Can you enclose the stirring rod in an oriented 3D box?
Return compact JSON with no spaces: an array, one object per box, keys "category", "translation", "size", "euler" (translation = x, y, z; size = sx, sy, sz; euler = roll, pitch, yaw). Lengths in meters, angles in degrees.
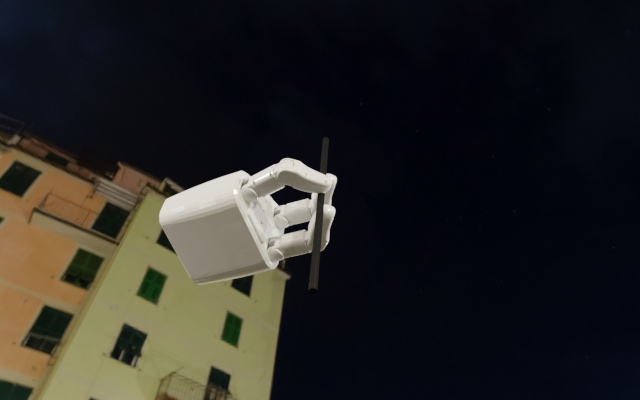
[{"category":"stirring rod","translation":[0.000,0.002,0.509],"size":[0.011,0.011,0.239],"euler":[0,40,4]}]
